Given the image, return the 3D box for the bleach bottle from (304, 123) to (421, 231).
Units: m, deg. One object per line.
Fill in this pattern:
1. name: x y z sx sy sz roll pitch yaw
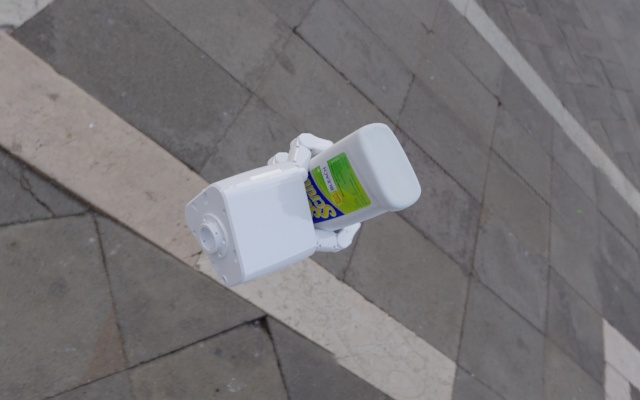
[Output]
1. bleach bottle: 0.000 0.002 0.599 0.068 0.102 0.251 -22 -6 -44
